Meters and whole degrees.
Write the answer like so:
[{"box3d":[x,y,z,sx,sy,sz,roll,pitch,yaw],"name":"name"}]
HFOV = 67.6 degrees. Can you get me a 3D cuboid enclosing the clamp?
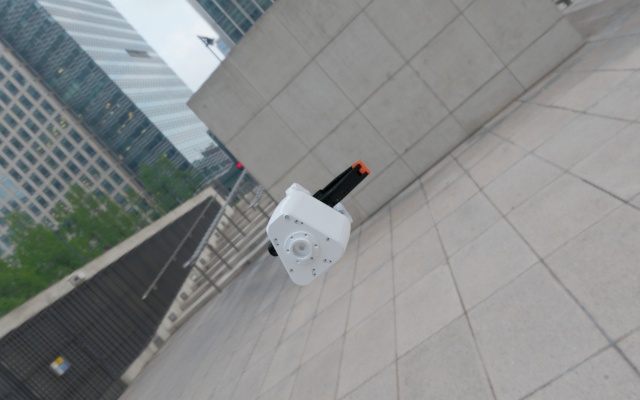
[{"box3d":[0.000,0.002,0.841,0.210,0.036,0.164,-41,9,15],"name":"clamp"}]
